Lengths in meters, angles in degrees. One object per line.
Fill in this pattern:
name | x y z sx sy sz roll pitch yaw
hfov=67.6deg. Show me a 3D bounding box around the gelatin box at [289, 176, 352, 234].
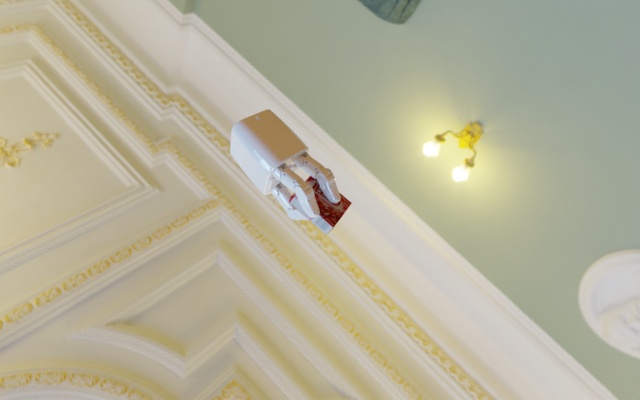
gelatin box | 0.000 0.003 0.821 0.073 0.089 0.030 -51 2 -43
